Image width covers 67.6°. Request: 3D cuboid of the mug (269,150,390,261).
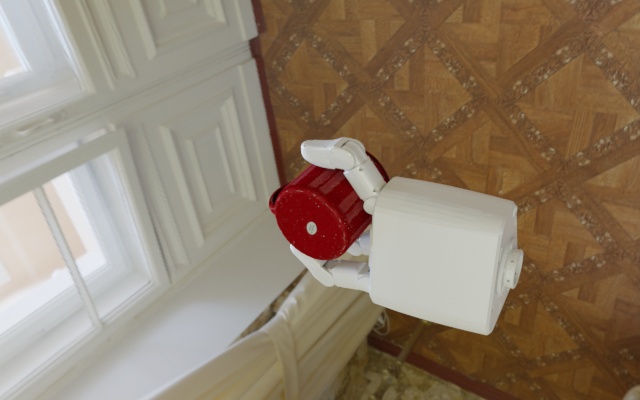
[{"bbox_3d":[-0.001,0.001,0.465,0.117,0.093,0.081,10,36,32],"label":"mug"}]
